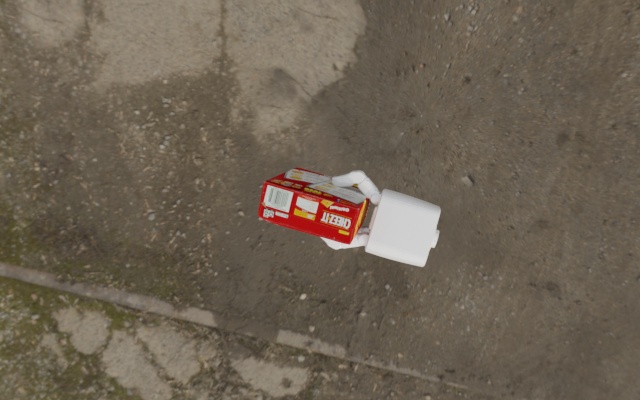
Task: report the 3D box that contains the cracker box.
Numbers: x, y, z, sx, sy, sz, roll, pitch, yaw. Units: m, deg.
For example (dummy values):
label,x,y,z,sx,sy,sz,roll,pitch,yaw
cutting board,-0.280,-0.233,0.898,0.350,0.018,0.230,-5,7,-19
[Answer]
label,x,y,z,sx,sy,sz,roll,pitch,yaw
cracker box,0.000,0.003,0.863,0.164,0.072,0.213,16,13,9
